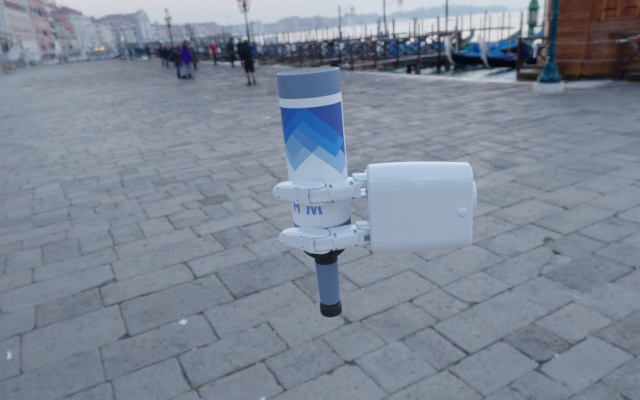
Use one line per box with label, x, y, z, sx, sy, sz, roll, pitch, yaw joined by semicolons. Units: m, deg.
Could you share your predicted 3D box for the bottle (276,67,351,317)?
bottle;0.000;0.002;0.550;0.069;0.296;0.069;-5;20;2
